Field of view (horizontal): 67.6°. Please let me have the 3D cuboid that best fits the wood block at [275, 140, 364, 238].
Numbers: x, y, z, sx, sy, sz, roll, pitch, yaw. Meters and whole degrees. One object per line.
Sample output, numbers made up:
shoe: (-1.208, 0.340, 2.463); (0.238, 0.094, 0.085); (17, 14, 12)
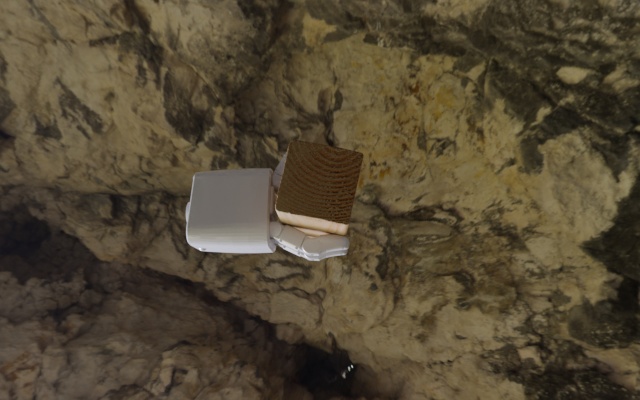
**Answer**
wood block: (0.000, 0.002, 0.648); (0.090, 0.090, 0.206); (11, -13, 3)
